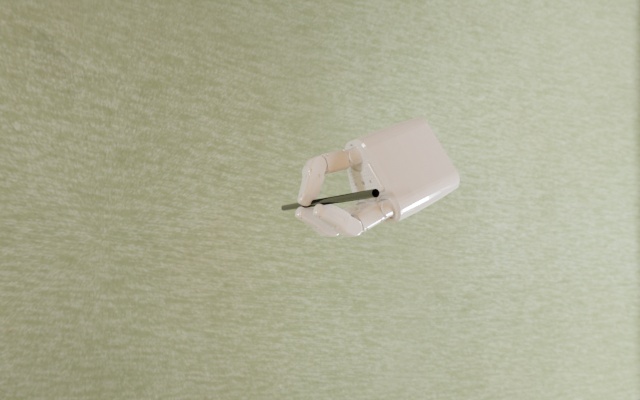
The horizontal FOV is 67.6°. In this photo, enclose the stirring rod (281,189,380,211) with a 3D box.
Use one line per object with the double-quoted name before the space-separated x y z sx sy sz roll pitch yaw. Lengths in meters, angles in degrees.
"stirring rod" 0.000 0.002 0.538 0.011 0.011 0.239 0 -4 -24
